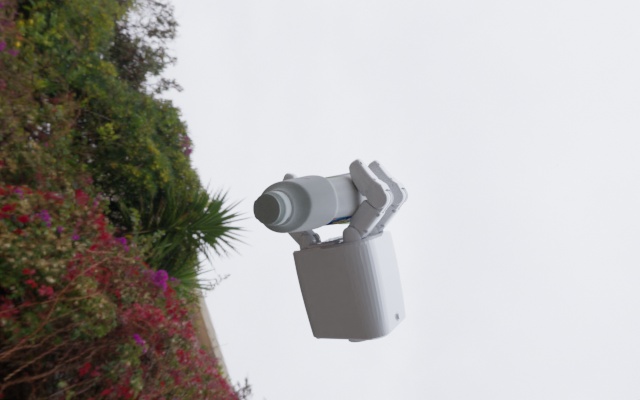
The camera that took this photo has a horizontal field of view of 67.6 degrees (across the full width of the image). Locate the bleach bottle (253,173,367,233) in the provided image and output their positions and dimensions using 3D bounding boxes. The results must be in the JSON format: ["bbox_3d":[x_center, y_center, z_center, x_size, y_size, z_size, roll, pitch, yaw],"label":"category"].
[{"bbox_3d":[0.000,0.002,0.538,0.102,0.068,0.251,-13,-2,27],"label":"bleach bottle"}]
